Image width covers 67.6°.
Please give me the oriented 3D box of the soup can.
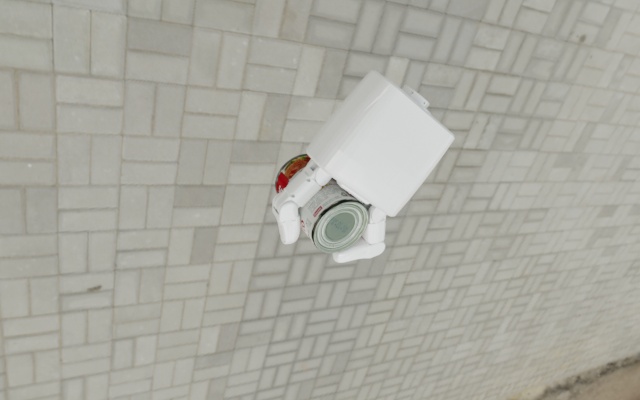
[{"bbox_3d":[0.000,0.002,0.525,0.068,0.068,0.102,0,32,-31],"label":"soup can"}]
